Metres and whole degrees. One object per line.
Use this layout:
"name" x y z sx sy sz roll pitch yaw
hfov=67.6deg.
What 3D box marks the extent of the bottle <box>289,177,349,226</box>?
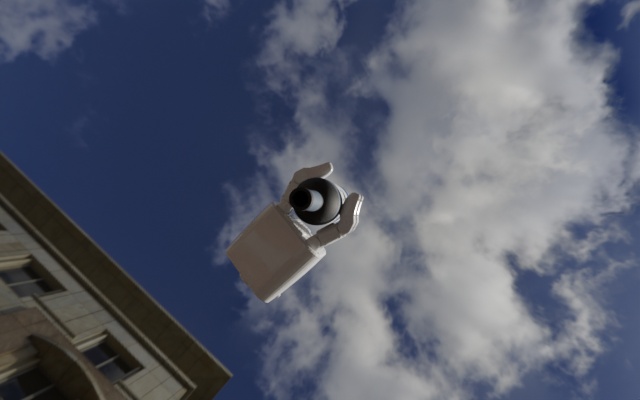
"bottle" 0.000 0.002 0.693 0.069 0.069 0.296 0 -2 9
